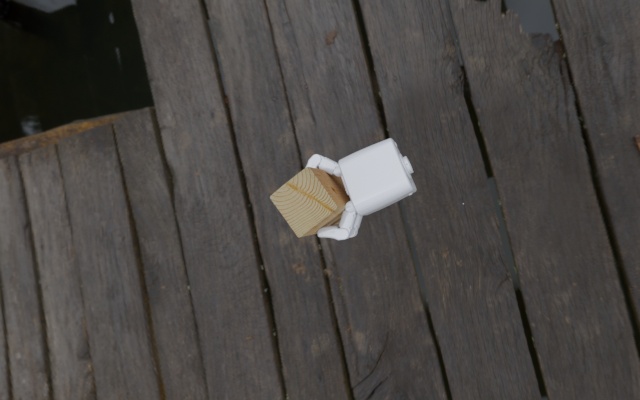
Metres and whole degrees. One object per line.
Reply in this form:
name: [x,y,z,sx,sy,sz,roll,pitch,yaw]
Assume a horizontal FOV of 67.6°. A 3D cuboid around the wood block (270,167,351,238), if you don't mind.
wood block: [0.000,0.002,0.898,0.090,0.091,0.206,-38,-10,13]
